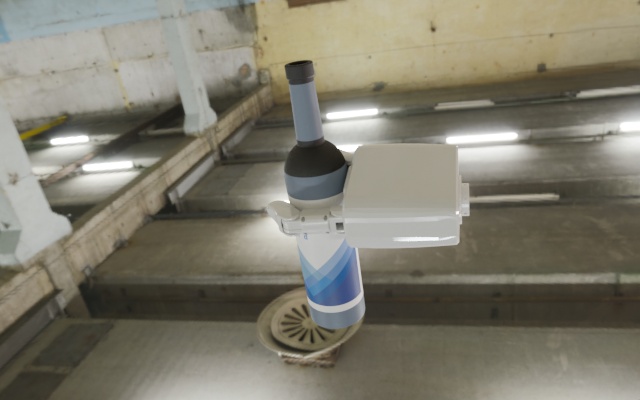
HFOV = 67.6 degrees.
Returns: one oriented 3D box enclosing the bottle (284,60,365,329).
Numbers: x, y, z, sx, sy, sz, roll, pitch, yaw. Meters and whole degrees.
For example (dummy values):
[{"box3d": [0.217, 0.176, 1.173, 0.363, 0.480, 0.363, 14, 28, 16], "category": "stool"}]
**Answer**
[{"box3d": [0.000, 0.002, 0.513, 0.069, 0.296, 0.069, -7, 26, 4], "category": "bottle"}]
